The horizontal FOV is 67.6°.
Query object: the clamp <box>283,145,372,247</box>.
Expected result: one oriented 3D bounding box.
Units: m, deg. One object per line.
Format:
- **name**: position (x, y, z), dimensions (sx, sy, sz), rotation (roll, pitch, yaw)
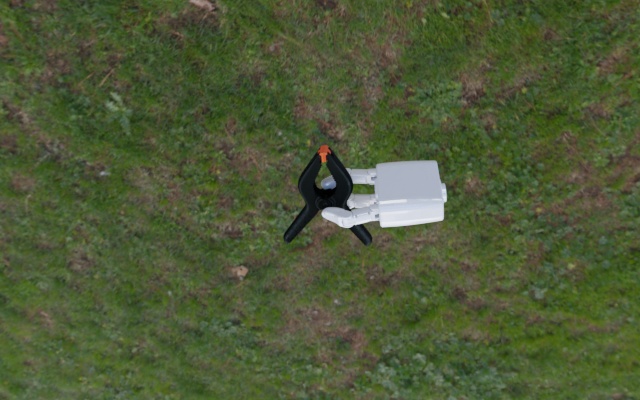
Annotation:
- **clamp**: position (0.000, 0.003, 0.841), dimensions (0.164, 0.210, 0.036), rotation (-5, 34, 8)
